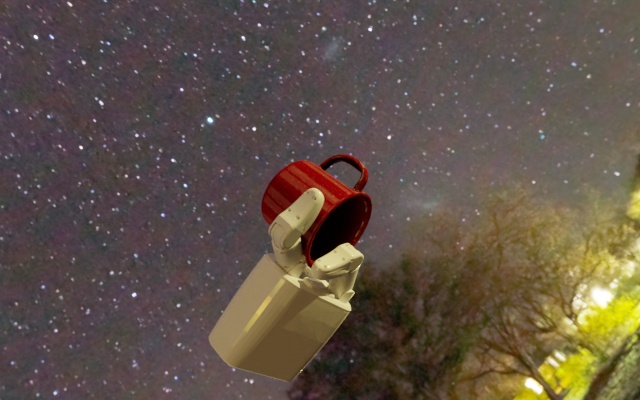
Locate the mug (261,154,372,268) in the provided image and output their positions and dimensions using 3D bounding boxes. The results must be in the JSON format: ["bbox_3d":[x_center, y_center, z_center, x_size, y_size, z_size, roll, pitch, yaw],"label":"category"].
[{"bbox_3d":[0.001,0.000,0.496,0.081,0.117,0.093,38,1,31],"label":"mug"}]
